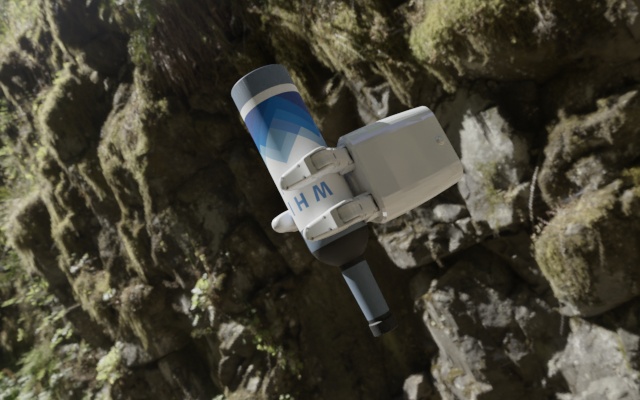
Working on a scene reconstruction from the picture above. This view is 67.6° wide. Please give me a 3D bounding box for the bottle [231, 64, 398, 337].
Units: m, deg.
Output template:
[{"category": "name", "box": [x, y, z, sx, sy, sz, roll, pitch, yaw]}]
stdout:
[{"category": "bottle", "box": [0.000, 0.001, 0.500, 0.069, 0.295, 0.069, -27, -7, -4]}]
